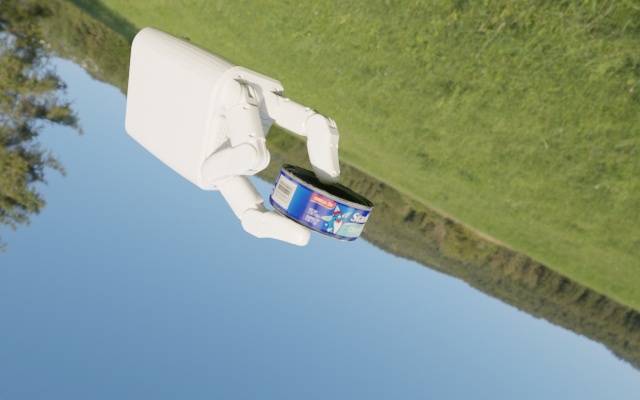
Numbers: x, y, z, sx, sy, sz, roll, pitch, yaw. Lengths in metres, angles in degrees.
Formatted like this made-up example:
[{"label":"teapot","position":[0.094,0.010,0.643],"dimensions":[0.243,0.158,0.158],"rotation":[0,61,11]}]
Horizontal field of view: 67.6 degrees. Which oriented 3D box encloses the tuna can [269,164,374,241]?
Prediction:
[{"label":"tuna can","position":[0.000,0.002,0.409],"dimensions":[0.086,0.034,0.086],"rotation":[24,10,-4]}]
